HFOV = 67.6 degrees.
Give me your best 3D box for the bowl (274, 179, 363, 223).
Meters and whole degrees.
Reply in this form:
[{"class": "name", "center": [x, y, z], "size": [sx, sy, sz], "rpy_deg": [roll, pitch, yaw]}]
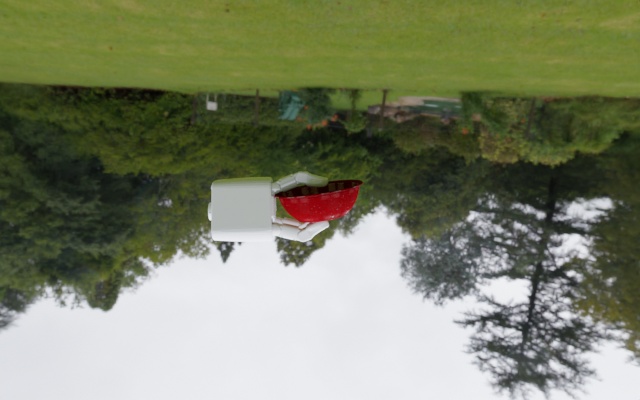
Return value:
[{"class": "bowl", "center": [0.001, 0.003, 0.863], "size": [0.162, 0.055, 0.162], "rpy_deg": [-9, 8, 1]}]
